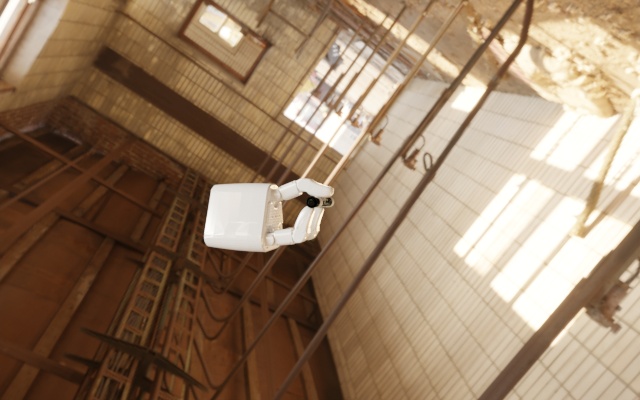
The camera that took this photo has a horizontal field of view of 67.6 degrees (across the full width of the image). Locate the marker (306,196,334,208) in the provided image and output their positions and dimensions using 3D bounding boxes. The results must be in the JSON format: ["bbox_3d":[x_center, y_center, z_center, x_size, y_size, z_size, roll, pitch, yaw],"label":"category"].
[{"bbox_3d":[0.000,0.003,0.785,0.020,0.020,0.121,0,0,15],"label":"marker"}]
